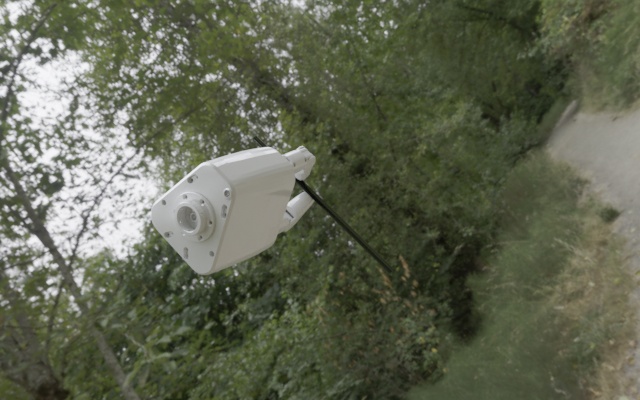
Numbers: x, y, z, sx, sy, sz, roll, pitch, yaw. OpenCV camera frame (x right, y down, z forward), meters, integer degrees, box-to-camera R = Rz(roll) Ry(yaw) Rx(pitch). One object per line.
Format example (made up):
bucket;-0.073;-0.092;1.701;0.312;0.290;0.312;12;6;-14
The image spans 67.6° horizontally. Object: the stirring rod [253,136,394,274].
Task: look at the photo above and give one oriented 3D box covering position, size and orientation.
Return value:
stirring rod;0.000;0.002;0.590;0.239;0.011;0.011;44;11;12
